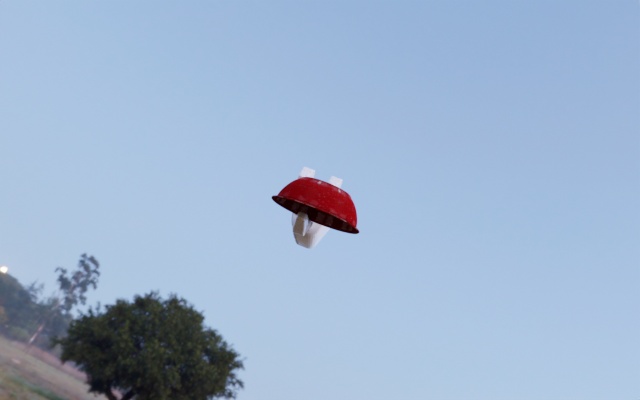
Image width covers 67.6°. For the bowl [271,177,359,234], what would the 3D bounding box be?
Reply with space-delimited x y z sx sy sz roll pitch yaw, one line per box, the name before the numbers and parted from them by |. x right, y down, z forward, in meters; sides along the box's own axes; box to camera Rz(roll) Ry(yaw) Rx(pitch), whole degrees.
bowl | 0.001 0.002 0.818 0.162 0.055 0.162 21 -10 4
